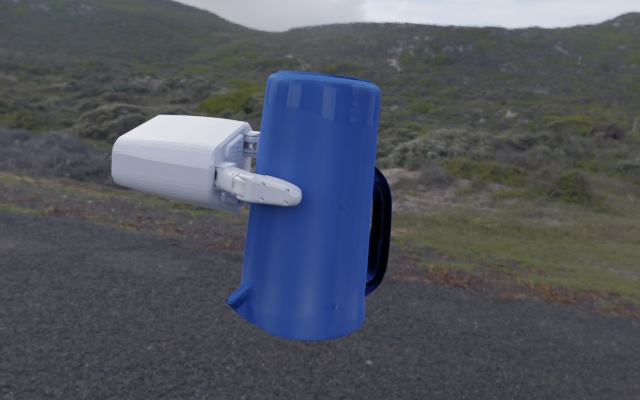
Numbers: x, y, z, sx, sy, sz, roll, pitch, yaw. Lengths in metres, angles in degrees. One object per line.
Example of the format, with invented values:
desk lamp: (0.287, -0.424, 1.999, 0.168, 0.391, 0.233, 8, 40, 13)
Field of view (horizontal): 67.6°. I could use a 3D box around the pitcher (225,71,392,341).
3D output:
pitcher: (0.000, 0.002, 0.480, 0.145, 0.243, 0.149, 9, 12, 11)
